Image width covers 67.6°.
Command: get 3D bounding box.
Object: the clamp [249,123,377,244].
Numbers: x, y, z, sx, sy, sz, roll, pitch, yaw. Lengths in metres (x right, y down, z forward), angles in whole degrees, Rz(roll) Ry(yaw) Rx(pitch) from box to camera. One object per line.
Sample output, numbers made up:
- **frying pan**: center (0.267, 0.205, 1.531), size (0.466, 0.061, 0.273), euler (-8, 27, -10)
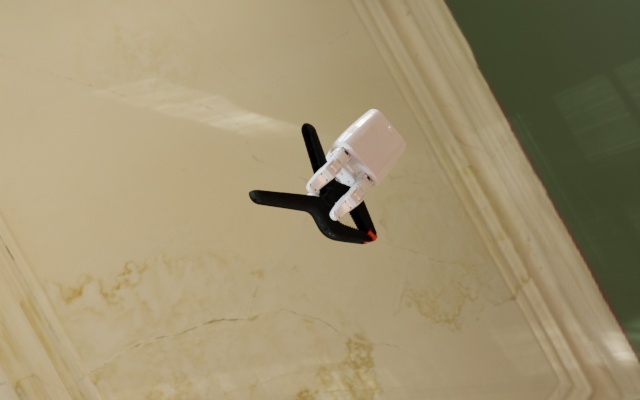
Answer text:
- **clamp**: center (0.000, 0.003, 0.738), size (0.164, 0.210, 0.036), euler (-48, 11, -30)
